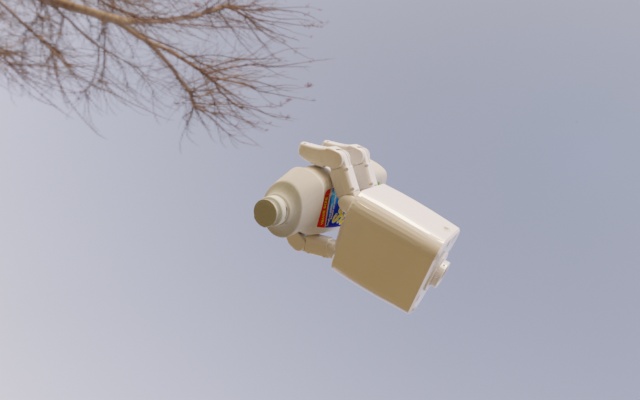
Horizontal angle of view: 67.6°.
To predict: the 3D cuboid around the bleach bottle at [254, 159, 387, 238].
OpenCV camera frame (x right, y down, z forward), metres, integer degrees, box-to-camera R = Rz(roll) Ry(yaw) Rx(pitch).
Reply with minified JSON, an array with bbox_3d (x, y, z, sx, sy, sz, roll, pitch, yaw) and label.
[{"bbox_3d":[0.000,0.002,0.583,0.068,0.102,0.251,31,21,20],"label":"bleach bottle"}]
